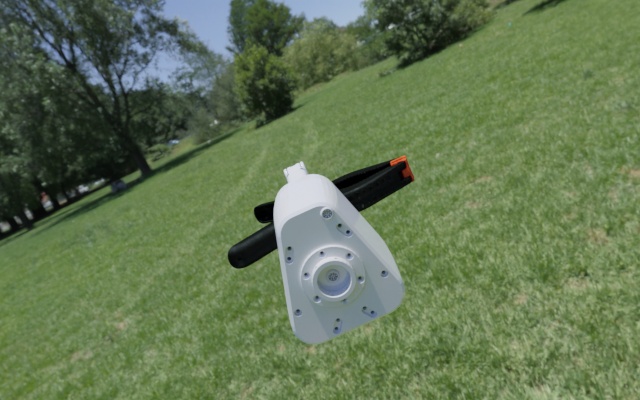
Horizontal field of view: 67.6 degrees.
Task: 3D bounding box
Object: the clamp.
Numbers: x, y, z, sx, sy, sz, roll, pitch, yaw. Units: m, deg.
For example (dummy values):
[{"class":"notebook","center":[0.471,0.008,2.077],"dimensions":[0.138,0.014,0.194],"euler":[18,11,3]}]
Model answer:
[{"class":"clamp","center":[0.000,0.001,0.541],"dimensions":[0.210,0.036,0.164],"euler":[-24,14,1]}]
